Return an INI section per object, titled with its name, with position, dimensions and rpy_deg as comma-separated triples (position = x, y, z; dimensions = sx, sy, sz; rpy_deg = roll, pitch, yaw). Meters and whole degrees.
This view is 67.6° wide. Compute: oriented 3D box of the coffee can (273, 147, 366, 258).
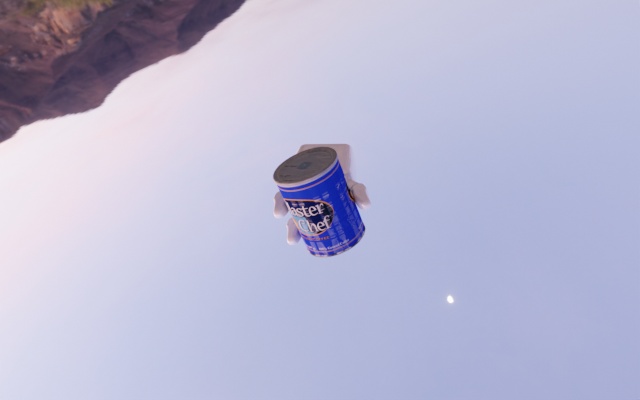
[coffee can]
position = 0.000, 0.002, 0.743
dimensions = 0.103, 0.140, 0.102
rpy_deg = -18, 29, 10
